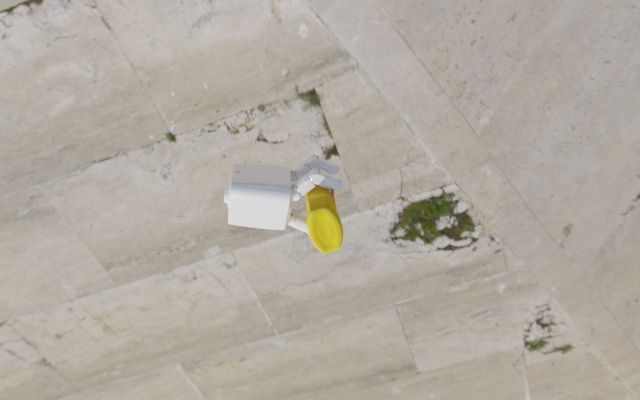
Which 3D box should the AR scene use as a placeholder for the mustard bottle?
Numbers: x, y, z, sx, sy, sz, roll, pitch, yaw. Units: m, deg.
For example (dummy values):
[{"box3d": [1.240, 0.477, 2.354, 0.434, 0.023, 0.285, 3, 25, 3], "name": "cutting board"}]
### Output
[{"box3d": [0.001, 0.003, 0.872, 0.058, 0.096, 0.191, -16, 32, 4], "name": "mustard bottle"}]
